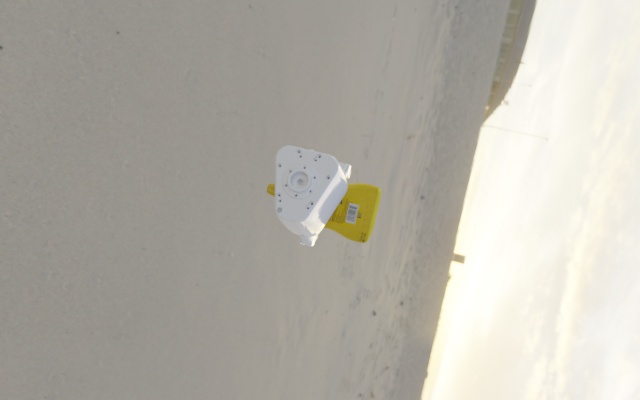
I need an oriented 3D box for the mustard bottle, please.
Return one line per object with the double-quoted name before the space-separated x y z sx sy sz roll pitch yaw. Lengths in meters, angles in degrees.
"mustard bottle" 0.000 0.003 0.811 0.191 0.096 0.058 14 13 11
